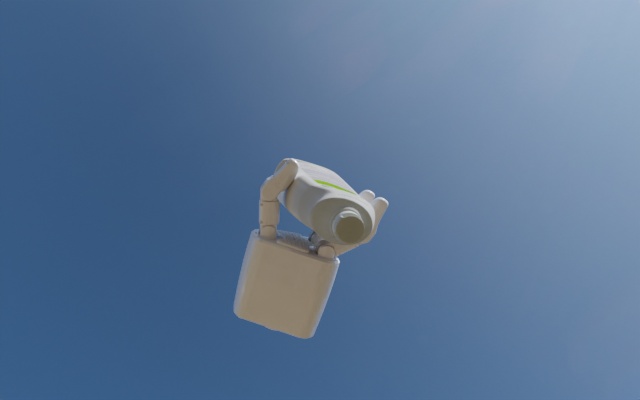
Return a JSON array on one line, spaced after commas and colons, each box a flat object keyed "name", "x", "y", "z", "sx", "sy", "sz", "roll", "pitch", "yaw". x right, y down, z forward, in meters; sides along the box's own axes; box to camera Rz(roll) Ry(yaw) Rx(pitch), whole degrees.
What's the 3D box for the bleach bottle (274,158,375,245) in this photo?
[{"name": "bleach bottle", "x": 0.000, "y": 0.002, "z": 0.582, "sx": 0.102, "sy": 0.068, "sz": 0.250, "roll": 14, "pitch": 9, "yaw": -12}]
